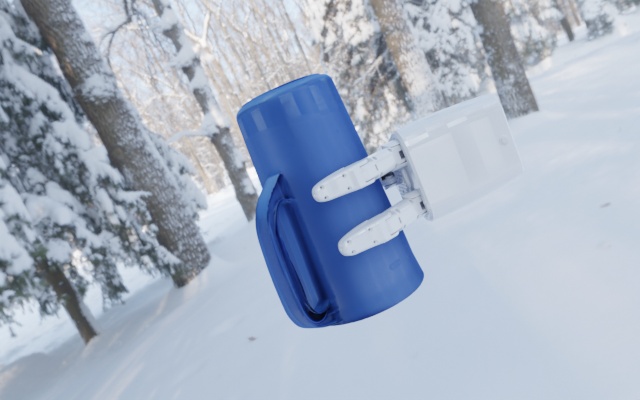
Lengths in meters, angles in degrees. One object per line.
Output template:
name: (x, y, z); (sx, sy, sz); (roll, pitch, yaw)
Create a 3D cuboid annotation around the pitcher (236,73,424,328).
pitcher: (0.000, 0.002, 0.499); (0.145, 0.243, 0.149); (-24, 7, -2)
